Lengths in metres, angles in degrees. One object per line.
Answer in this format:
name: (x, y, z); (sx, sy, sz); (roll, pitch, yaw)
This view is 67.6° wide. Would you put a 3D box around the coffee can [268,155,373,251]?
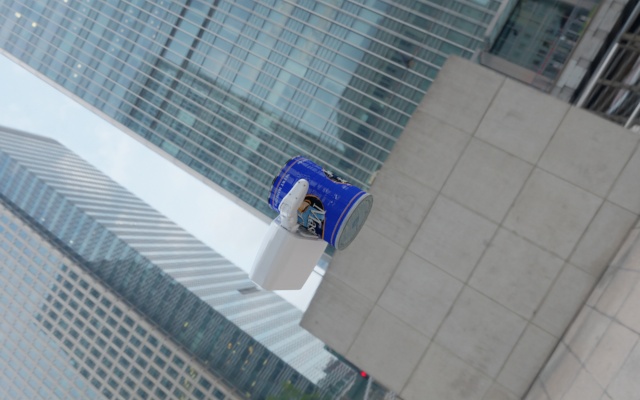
coffee can: (0.000, 0.002, 0.779); (0.140, 0.103, 0.103); (31, 11, 19)
